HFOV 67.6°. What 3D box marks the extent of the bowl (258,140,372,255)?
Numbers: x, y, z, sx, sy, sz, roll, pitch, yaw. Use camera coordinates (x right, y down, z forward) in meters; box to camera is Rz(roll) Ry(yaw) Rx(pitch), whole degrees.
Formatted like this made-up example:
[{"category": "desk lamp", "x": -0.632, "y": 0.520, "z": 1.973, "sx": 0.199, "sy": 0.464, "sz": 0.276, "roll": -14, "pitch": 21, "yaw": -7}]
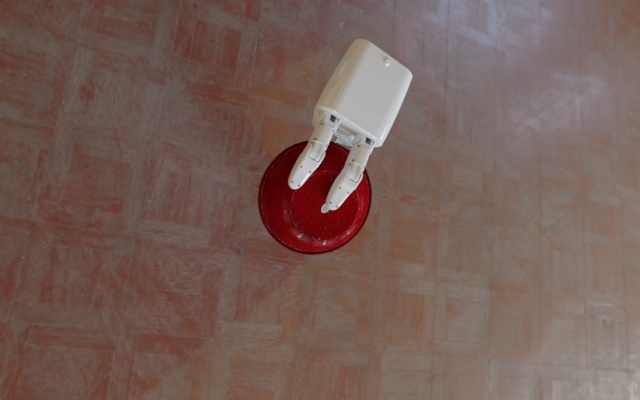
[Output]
[{"category": "bowl", "x": 0.000, "y": 0.003, "z": 0.633, "sx": 0.162, "sy": 0.162, "sz": 0.055, "roll": 0, "pitch": 11, "yaw": -14}]
